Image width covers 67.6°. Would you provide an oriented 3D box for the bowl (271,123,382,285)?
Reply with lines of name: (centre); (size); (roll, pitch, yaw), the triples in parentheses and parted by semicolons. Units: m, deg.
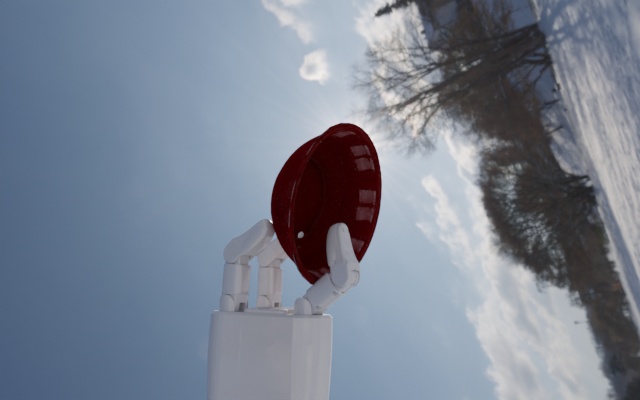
bowl: (0.000, 0.000, 0.479); (0.055, 0.162, 0.162); (11, 6, 34)
